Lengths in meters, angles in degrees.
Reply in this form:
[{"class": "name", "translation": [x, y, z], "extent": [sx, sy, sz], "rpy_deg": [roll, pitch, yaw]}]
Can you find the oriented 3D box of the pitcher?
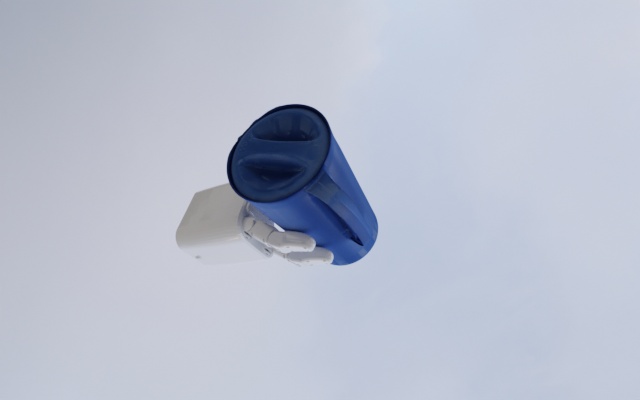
[{"class": "pitcher", "translation": [0.000, 0.002, 0.627], "extent": [0.145, 0.149, 0.243], "rpy_deg": [-12, -32, 19]}]
